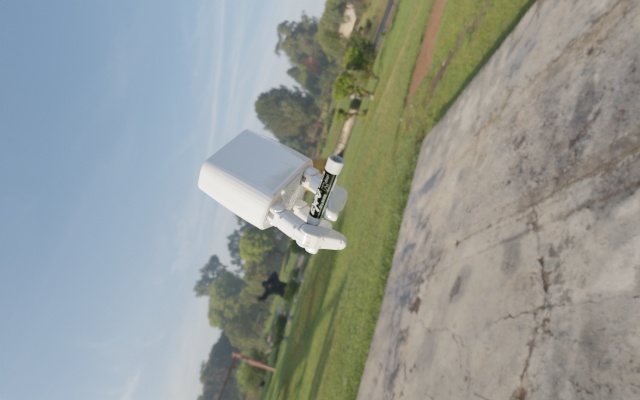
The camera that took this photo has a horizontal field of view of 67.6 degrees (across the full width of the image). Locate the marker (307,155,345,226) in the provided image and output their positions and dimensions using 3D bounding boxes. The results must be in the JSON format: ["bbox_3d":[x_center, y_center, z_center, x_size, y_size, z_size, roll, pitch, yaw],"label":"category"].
[{"bbox_3d":[0.000,0.002,0.567,0.020,0.121,0.020,15,31,-9],"label":"marker"}]
